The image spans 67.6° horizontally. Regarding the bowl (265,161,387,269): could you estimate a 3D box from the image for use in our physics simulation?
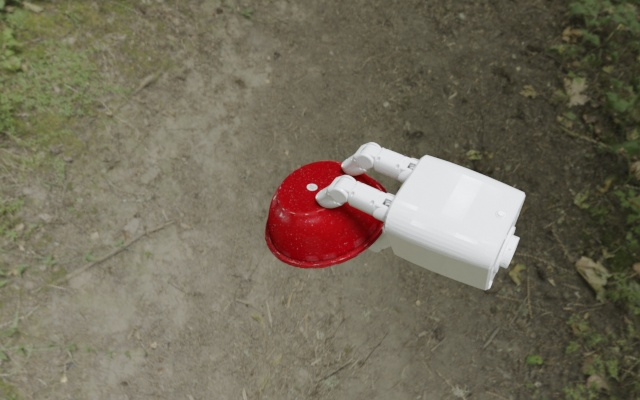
[{"bbox_3d":[-0.001,0.002,0.574,0.162,0.055,0.162,-13,41,11],"label":"bowl"}]
